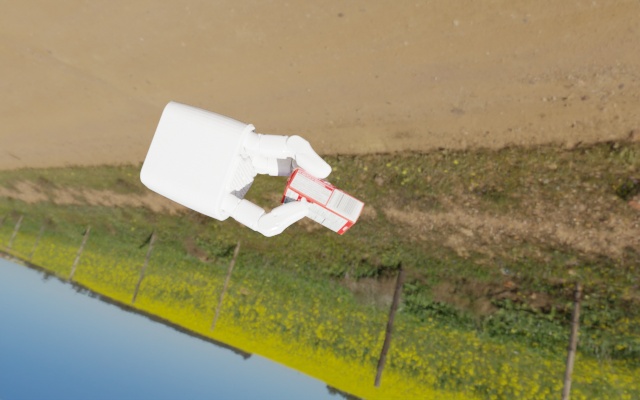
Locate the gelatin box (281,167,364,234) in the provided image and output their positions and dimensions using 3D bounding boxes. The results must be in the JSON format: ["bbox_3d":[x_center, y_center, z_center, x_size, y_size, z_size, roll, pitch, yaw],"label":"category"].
[{"bbox_3d":[0.000,0.002,0.563,0.089,0.030,0.073,29,-17,-1],"label":"gelatin box"}]
